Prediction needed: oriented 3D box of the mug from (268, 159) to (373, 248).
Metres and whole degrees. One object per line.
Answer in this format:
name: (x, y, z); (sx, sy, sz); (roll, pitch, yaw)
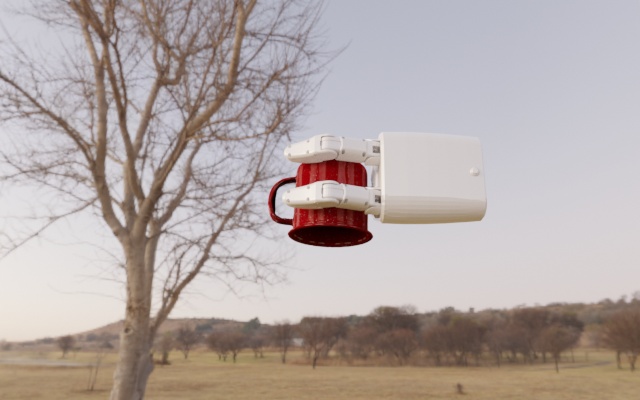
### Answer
mug: (-0.001, 0.002, 0.534); (0.117, 0.081, 0.093); (2, -19, 0)
